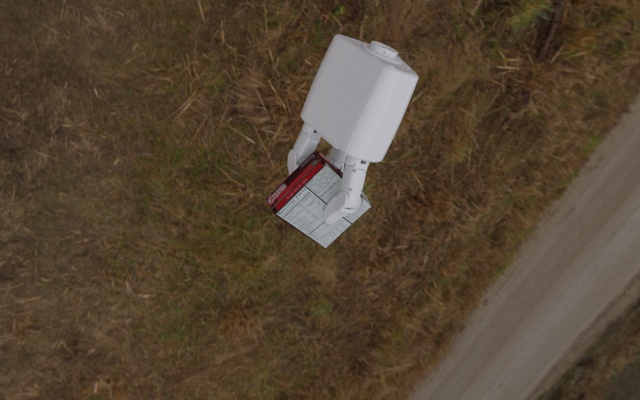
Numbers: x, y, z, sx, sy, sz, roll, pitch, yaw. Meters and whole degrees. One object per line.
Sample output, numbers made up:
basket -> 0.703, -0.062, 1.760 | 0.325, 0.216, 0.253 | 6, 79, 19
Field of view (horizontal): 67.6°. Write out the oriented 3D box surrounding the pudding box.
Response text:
pudding box -> 0.000, 0.002, 0.605 | 0.113, 0.090, 0.039 | 39, 12, -41
